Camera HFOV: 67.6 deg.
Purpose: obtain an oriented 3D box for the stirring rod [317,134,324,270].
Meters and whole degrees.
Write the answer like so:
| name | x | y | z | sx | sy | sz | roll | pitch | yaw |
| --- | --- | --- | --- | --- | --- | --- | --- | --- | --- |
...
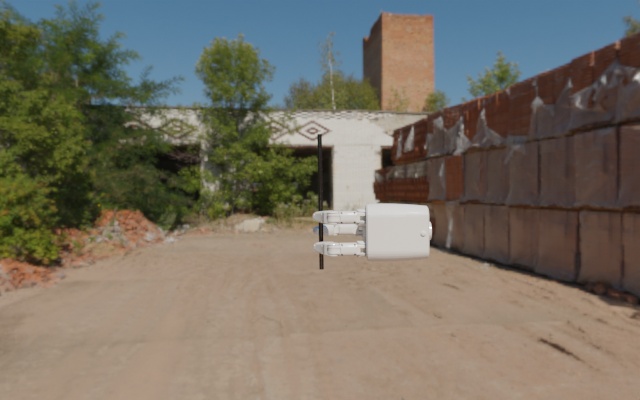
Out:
| name | x | y | z | sx | sy | sz | roll | pitch | yaw |
| --- | --- | --- | --- | --- | --- | --- | --- | --- | --- |
| stirring rod | 0.000 | 0.003 | 0.850 | 0.011 | 0.239 | 0.011 | -1 | 2 | 0 |
